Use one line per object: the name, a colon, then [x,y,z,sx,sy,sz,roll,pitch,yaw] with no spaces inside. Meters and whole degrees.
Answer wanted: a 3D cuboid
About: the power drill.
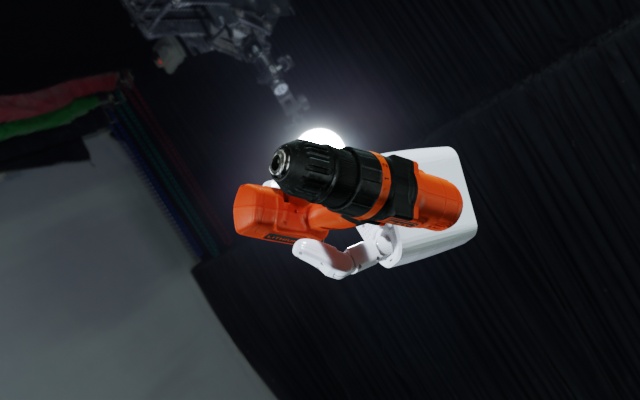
power drill: [0.000,0.001,0.420,0.184,0.057,0.187,15,-16,-36]
